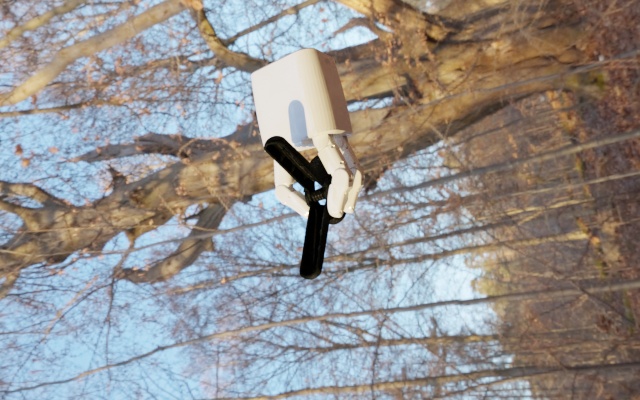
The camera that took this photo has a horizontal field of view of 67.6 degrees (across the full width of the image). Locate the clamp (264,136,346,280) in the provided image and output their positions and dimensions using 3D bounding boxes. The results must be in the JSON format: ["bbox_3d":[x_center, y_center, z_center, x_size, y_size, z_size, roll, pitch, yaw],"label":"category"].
[{"bbox_3d":[-0.001,0.002,0.608,0.036,0.164,0.210,-11,1,22],"label":"clamp"}]
